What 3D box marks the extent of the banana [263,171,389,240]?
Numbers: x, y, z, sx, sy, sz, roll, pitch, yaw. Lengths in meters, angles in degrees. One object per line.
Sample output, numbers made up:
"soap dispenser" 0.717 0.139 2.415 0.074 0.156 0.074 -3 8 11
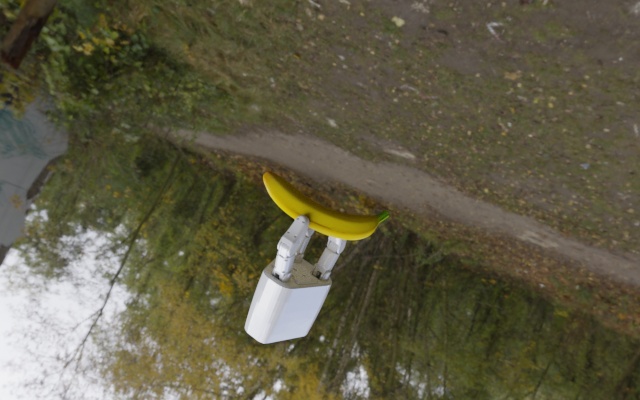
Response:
"banana" -0.002 0.014 0.700 0.198 0.037 0.069 20 40 3
